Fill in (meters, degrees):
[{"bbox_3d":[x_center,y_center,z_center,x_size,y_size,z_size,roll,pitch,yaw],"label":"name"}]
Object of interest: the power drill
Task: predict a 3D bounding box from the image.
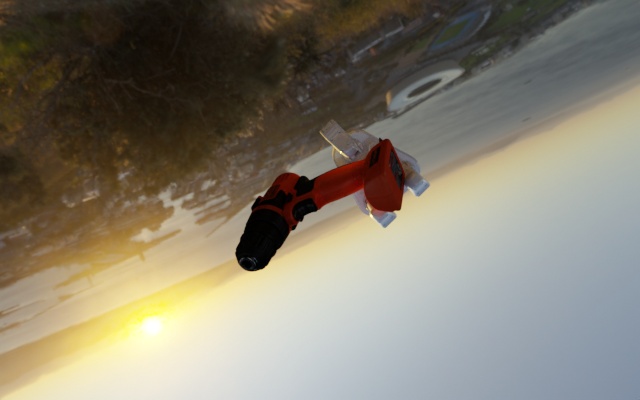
[{"bbox_3d":[0.001,0.002,0.556,0.187,0.057,0.184,-17,26,22],"label":"power drill"}]
